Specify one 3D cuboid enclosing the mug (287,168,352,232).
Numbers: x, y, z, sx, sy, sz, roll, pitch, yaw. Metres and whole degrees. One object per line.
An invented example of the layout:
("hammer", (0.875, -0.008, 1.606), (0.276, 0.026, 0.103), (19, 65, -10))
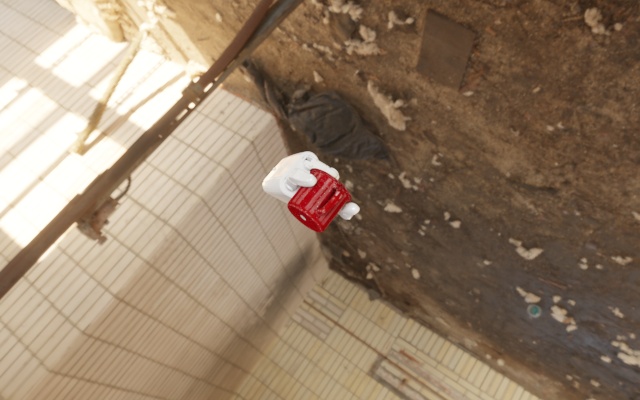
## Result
("mug", (0.001, 0.003, 0.841), (0.093, 0.081, 0.117), (44, -18, -20))
